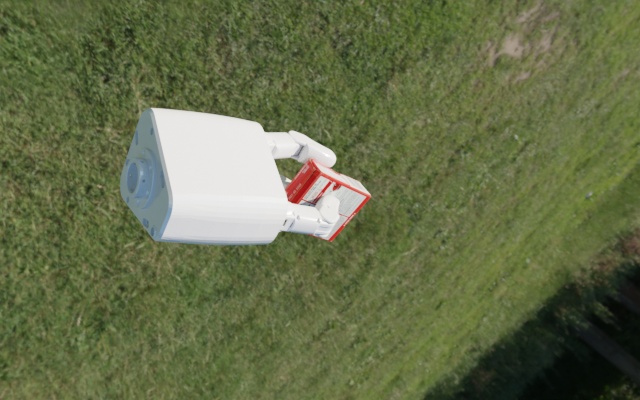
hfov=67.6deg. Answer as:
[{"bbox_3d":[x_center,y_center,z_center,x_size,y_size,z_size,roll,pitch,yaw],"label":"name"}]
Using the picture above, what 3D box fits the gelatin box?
[{"bbox_3d":[0.001,0.002,0.517,0.089,0.073,0.030,22,25,-44],"label":"gelatin box"}]
